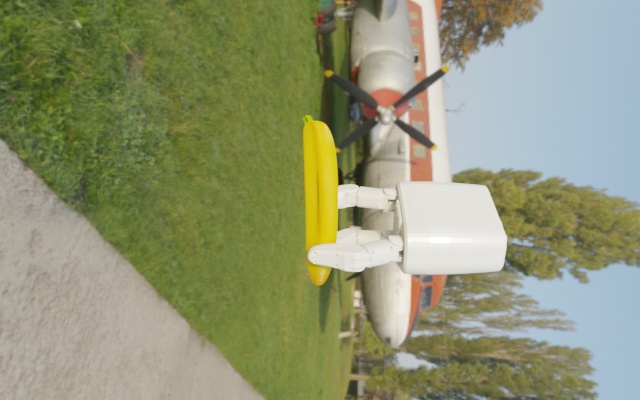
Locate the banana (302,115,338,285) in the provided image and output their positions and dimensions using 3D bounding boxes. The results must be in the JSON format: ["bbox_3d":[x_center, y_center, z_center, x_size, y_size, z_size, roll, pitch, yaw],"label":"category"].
[{"bbox_3d":[0.000,-0.002,0.526,0.037,0.198,0.069,-2,-2,-1],"label":"banana"}]
